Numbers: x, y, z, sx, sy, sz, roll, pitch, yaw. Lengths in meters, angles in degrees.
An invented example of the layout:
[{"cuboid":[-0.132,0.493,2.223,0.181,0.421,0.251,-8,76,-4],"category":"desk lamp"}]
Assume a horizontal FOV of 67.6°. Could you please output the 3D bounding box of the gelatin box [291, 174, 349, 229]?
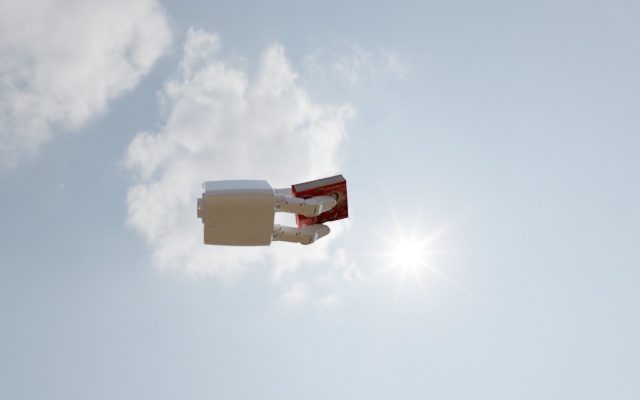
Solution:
[{"cuboid":[0.000,0.002,0.784,0.089,0.073,0.030,-13,33,-12],"category":"gelatin box"}]
